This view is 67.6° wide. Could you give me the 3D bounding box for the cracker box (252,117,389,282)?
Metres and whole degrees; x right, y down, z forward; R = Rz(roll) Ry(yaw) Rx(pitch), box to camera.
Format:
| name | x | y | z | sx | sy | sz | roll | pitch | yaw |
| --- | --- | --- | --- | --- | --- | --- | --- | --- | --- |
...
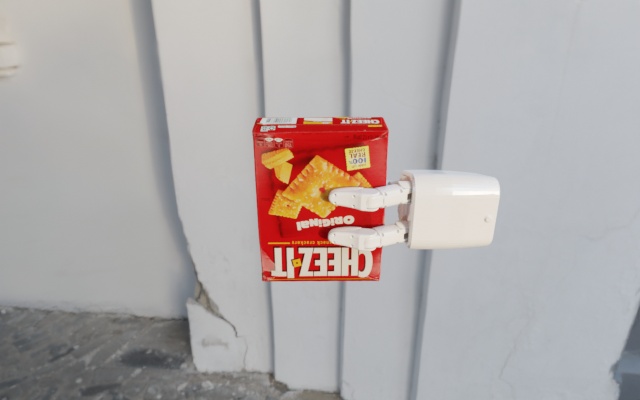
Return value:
| name | x | y | z | sx | sy | sz | roll | pitch | yaw |
| --- | --- | --- | --- | --- | --- | --- | --- | --- | --- |
| cracker box | 0.000 | 0.002 | 0.624 | 0.164 | 0.214 | 0.072 | 0 | 25 | 0 |
